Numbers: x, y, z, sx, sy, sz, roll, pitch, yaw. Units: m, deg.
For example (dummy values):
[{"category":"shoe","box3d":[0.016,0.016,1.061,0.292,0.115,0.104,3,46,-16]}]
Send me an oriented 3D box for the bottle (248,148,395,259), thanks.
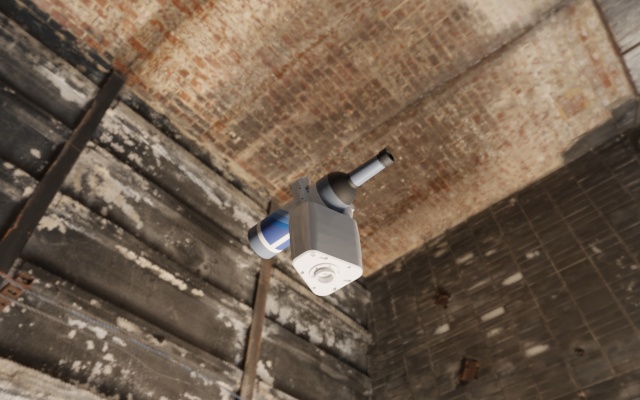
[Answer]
[{"category":"bottle","box3d":[0.000,0.003,0.825,0.296,0.069,0.069,-34,-15,24]}]
